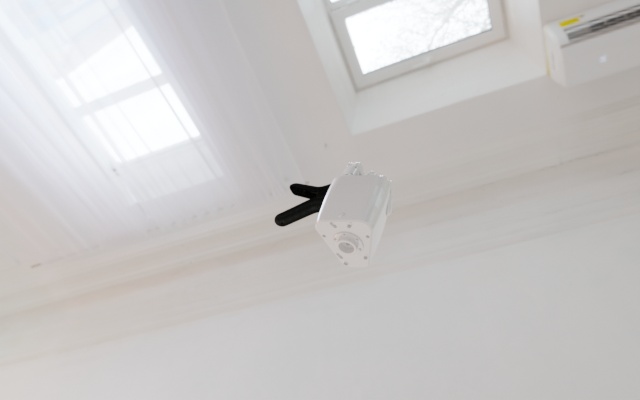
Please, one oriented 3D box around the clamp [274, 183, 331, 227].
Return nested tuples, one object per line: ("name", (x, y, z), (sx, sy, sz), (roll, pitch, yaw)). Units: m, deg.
("clamp", (0.001, 0.003, 0.852), (0.171, 0.039, 0.120), (-6, 39, 28))
